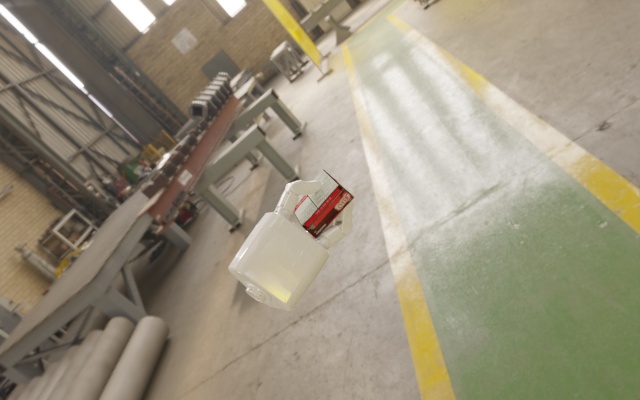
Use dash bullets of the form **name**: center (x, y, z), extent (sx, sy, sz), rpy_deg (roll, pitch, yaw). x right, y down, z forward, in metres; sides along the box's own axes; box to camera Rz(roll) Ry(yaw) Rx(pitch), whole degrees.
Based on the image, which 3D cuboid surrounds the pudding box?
- **pudding box**: center (0.000, 0.003, 0.783), extent (0.039, 0.090, 0.113), rpy_deg (42, 4, -22)
